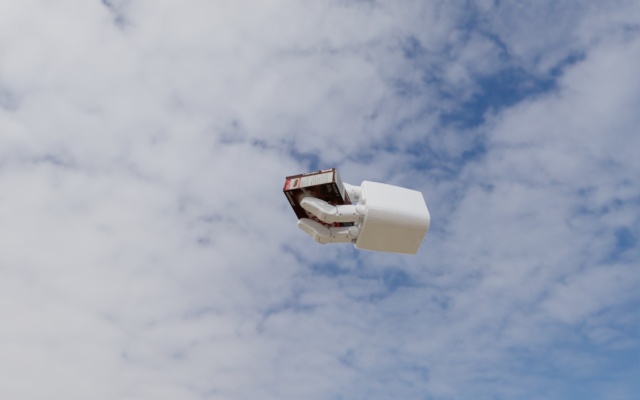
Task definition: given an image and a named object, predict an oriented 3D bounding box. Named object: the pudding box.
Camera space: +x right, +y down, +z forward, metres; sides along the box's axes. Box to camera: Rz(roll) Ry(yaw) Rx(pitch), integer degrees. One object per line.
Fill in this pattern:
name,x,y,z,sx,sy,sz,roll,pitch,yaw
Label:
pudding box,0.000,0.002,0.791,0.090,0.039,0.114,-10,-47,17
